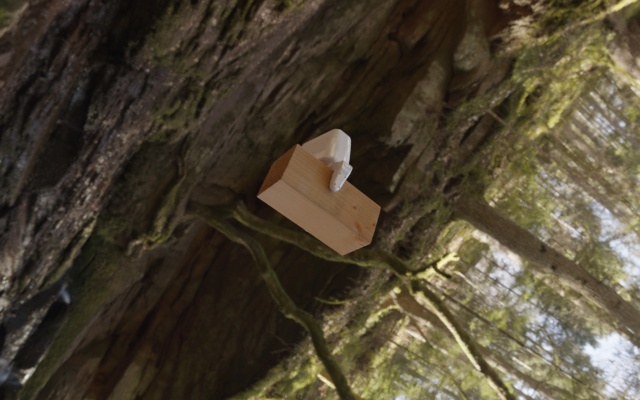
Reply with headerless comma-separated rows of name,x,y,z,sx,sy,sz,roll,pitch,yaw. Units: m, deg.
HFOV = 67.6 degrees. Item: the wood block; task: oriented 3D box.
wood block,0.001,0.003,0.886,0.206,0.090,0.091,36,-38,-19
